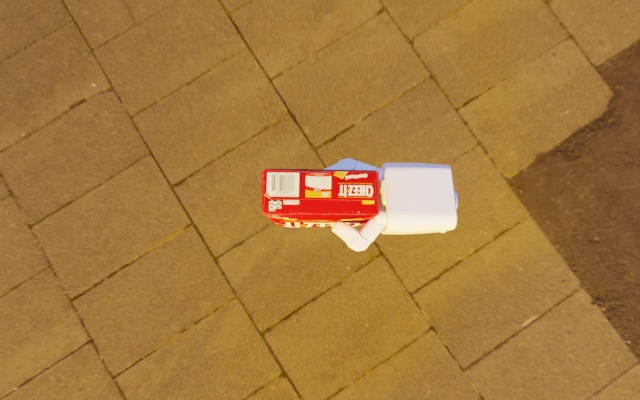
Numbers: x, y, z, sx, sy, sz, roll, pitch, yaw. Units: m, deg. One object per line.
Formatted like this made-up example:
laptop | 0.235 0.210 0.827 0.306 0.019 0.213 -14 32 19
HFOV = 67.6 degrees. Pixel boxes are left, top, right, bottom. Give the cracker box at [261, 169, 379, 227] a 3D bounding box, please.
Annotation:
cracker box | 0.000 0.002 0.755 0.164 0.072 0.214 0 -7 0
